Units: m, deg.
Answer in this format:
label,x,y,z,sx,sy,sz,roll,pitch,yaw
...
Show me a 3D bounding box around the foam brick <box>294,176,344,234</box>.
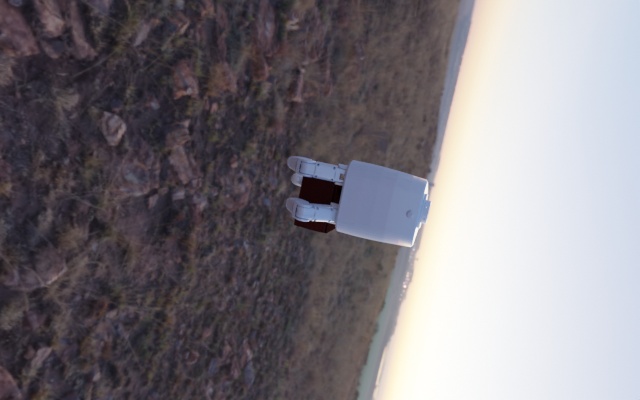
label,x,y,z,sx,sy,sz,roll,pitch,yaw
foam brick,0.000,0.002,0.688,0.051,0.078,0.053,15,11,17
